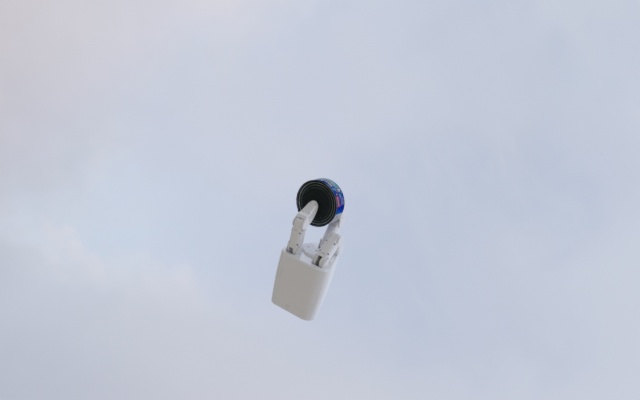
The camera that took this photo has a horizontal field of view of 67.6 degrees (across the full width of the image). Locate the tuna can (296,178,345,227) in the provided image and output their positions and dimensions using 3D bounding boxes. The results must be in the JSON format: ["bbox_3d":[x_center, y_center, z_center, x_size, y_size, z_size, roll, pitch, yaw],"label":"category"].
[{"bbox_3d":[0.000,0.003,0.859,0.086,0.086,0.033,0,10,32],"label":"tuna can"}]
